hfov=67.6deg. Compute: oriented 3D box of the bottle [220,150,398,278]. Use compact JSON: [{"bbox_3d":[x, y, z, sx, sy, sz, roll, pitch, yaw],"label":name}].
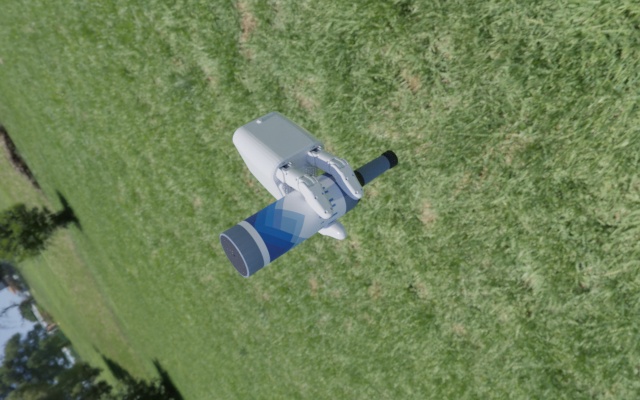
[{"bbox_3d":[0.000,0.002,0.680,0.295,0.069,0.069,-32,15,-27],"label":"bottle"}]
